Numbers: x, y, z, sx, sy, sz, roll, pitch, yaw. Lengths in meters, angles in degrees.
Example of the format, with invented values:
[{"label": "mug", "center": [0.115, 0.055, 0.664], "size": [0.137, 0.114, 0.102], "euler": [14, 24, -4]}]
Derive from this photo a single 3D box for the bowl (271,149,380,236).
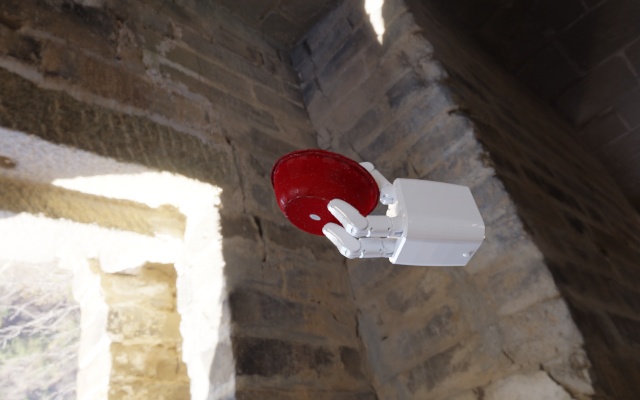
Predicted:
[{"label": "bowl", "center": [-0.001, 0.002, 0.676], "size": [0.162, 0.055, 0.162], "euler": [11, -36, 8]}]
